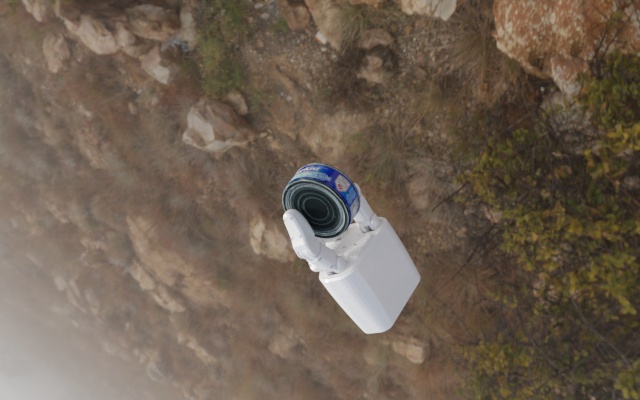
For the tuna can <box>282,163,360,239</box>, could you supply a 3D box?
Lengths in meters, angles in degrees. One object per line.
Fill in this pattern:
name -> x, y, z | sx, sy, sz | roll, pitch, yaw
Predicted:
tuna can -> 0.000, 0.002, 0.546 | 0.086, 0.086, 0.033 | 0, 36, 31
